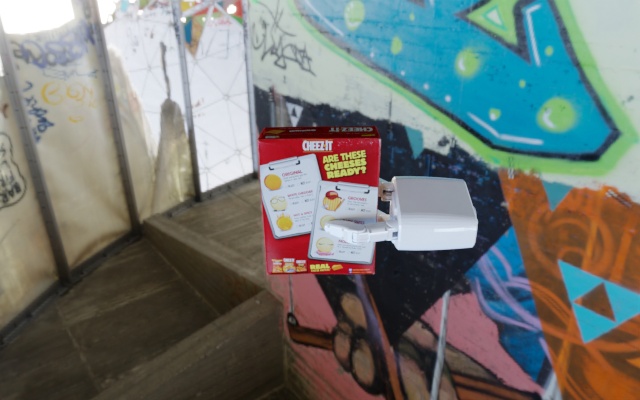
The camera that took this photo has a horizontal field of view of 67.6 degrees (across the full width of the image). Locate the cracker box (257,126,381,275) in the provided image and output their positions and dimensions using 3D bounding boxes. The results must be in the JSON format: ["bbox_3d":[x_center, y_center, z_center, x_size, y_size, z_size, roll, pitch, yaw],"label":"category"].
[{"bbox_3d":[0.000,0.003,0.694,0.164,0.214,0.072,-1,25,1],"label":"cracker box"}]
